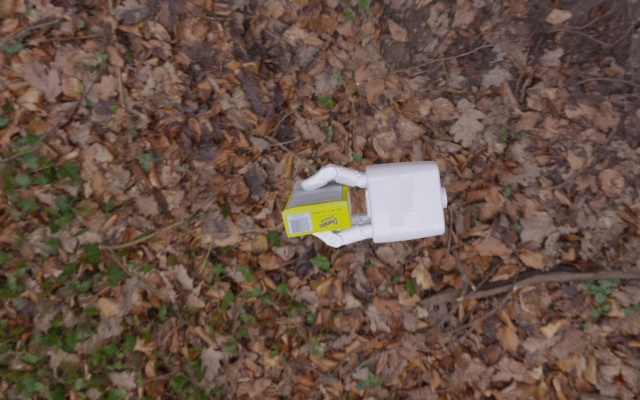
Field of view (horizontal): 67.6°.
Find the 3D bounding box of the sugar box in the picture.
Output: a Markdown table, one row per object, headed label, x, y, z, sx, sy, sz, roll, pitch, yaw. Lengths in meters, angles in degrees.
| label | x | y | z | sx | sy | sz | roll | pitch | yaw |
| --- | --- | --- | --- | --- | --- | --- | --- | --- | --- |
| sugar box | 0.000 | 0.003 | 0.735 | 0.093 | 0.048 | 0.176 | -8 | 13 | 7 |
